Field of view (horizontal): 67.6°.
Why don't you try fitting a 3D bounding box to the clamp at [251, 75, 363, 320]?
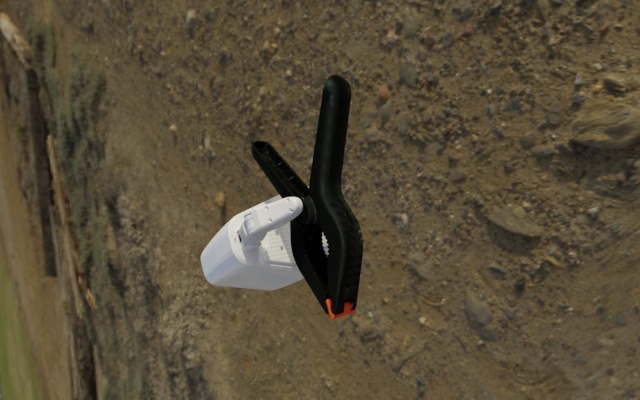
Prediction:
[{"bbox_3d":[-0.001,0.002,0.446,0.036,0.210,0.165,-7,-18,-35],"label":"clamp"}]
